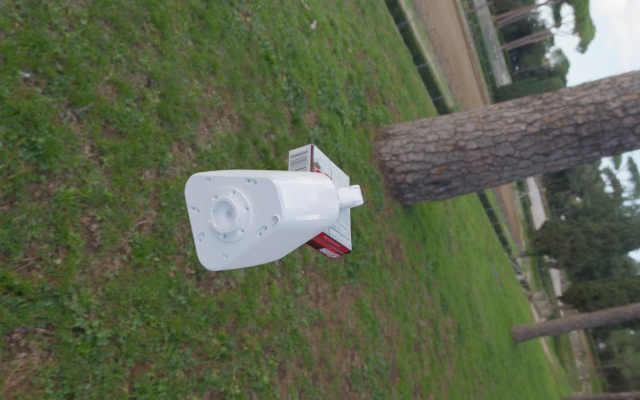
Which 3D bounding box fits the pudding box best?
[{"bbox_3d":[0.000,0.002,0.571,0.039,0.113,0.090,-16,-33,28],"label":"pudding box"}]
